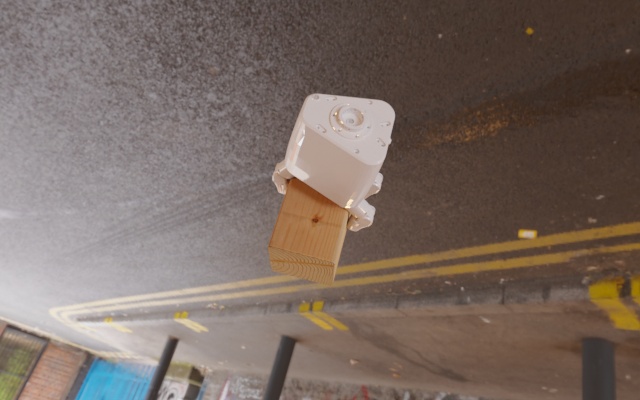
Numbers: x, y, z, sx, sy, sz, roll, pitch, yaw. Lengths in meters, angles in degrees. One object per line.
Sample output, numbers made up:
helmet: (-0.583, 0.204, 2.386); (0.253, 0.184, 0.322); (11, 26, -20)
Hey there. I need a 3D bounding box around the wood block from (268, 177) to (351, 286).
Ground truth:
wood block: (0.000, 0.002, 0.684); (0.091, 0.206, 0.090); (14, -28, 6)
